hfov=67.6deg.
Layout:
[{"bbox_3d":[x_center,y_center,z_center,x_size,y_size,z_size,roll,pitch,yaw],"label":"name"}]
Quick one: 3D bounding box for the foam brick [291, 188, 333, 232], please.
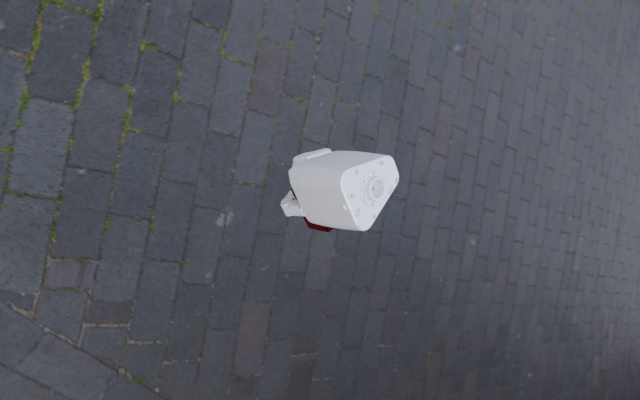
[{"bbox_3d":[0.000,0.003,0.751,0.053,0.078,0.051,-40,30,-30],"label":"foam brick"}]
